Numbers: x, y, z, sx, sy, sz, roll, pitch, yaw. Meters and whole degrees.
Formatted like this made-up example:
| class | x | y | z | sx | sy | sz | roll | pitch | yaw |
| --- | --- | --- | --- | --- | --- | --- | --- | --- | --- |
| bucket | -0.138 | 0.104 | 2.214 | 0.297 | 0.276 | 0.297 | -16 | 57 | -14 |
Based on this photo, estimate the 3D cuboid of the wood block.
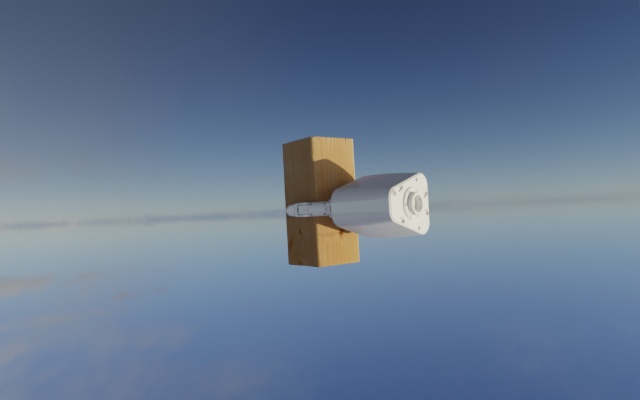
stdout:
| class | x | y | z | sx | sy | sz | roll | pitch | yaw |
| --- | --- | --- | --- | --- | --- | --- | --- | --- | --- |
| wood block | 0.000 | 0.003 | 0.804 | 0.091 | 0.206 | 0.090 | -2 | -2 | -37 |
